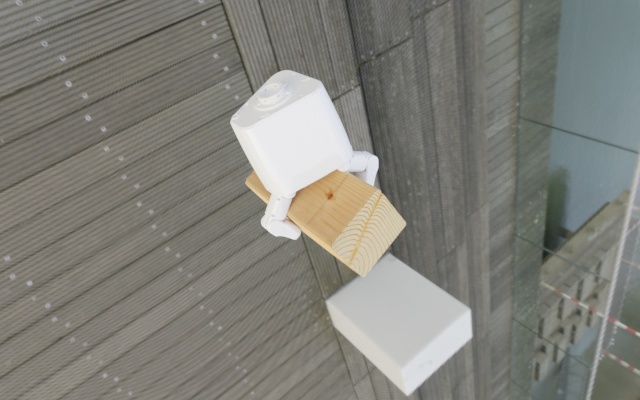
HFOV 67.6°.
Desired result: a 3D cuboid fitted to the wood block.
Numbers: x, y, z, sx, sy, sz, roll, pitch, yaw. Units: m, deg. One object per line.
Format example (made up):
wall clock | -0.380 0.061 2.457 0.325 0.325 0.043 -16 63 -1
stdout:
wood block | 0.000 0.002 0.647 0.206 0.091 0.090 34 -9 46
